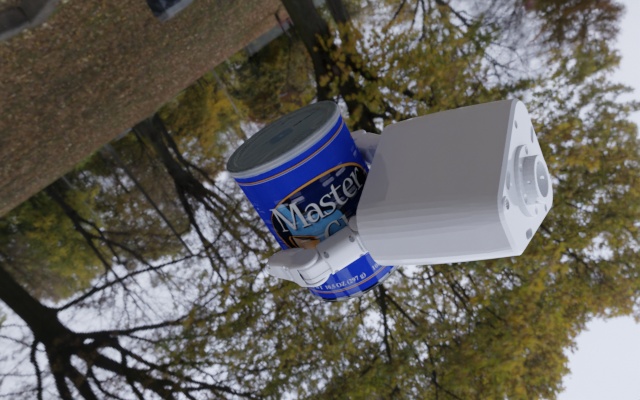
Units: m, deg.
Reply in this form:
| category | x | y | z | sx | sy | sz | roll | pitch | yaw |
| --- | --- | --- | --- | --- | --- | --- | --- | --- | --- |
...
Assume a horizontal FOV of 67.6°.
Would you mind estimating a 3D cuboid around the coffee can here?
| category | x | y | z | sx | sy | sz | roll | pitch | yaw |
| --- | --- | --- | --- | --- | --- | --- | --- | --- | --- |
| coffee can | 0.000 | 0.001 | 0.412 | 0.103 | 0.140 | 0.102 | -25 | 25 | 12 |
